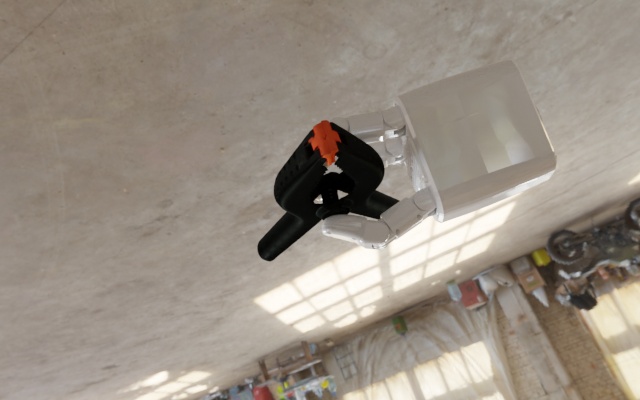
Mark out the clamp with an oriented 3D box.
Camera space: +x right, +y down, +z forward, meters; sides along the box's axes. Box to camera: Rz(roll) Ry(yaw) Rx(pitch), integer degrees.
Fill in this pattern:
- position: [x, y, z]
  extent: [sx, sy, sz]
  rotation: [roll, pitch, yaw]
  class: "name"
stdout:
- position: [0.000, 0.002, 0.429]
  extent: [0.164, 0.036, 0.210]
  rotation: [-19, -24, 2]
  class: "clamp"
